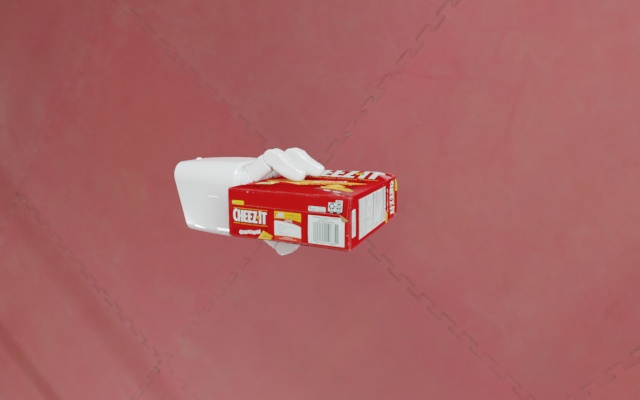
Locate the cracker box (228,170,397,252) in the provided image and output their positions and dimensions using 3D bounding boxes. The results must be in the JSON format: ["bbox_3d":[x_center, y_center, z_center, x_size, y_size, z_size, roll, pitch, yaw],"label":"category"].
[{"bbox_3d":[0.000,0.002,0.655,0.164,0.072,0.213,5,12,22],"label":"cracker box"}]
